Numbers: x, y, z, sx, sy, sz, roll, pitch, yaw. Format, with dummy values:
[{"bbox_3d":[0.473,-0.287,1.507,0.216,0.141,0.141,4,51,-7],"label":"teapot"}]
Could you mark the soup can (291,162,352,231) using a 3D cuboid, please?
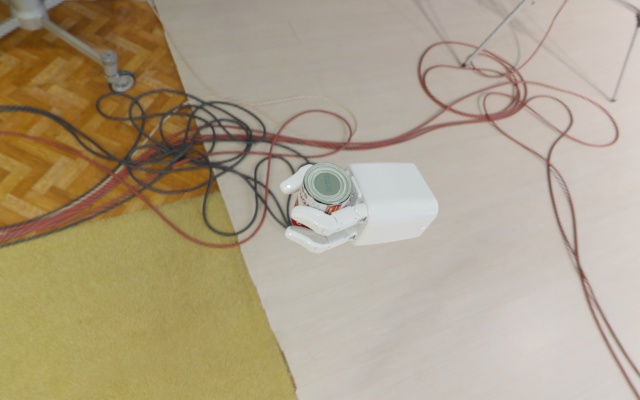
[{"bbox_3d":[0.000,0.002,0.665,0.068,0.068,0.102,0,-30,-14],"label":"soup can"}]
